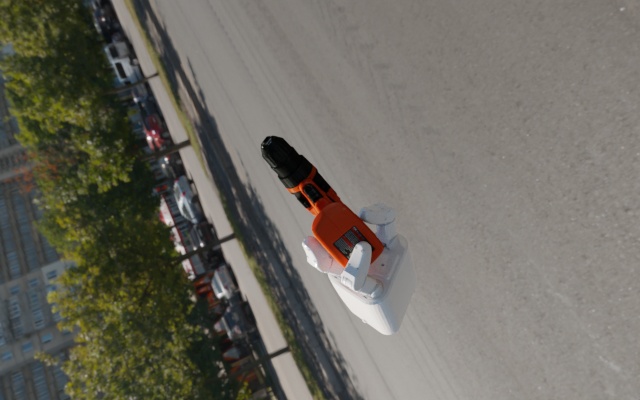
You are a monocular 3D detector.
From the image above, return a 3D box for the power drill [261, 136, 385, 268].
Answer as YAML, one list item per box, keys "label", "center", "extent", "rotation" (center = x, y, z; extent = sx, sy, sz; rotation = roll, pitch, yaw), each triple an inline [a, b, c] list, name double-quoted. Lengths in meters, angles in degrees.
- label: "power drill"
  center: [0.000, 0.003, 0.643]
  extent: [0.184, 0.057, 0.187]
  rotation: [45, 6, -31]
